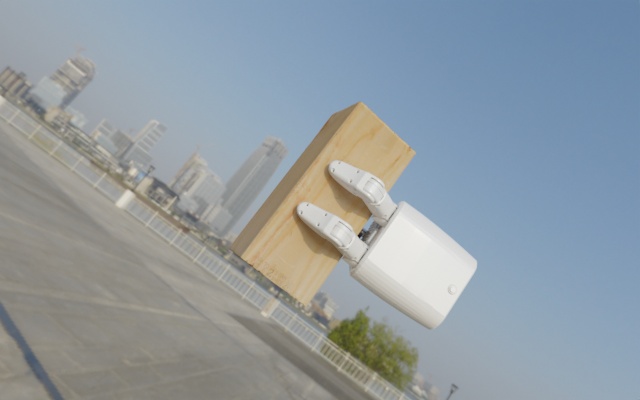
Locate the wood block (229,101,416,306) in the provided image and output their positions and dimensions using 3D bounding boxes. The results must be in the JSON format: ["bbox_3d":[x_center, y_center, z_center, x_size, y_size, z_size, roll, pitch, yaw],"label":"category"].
[{"bbox_3d":[0.000,0.002,0.539,0.090,0.206,0.091,40,-12,-14],"label":"wood block"}]
